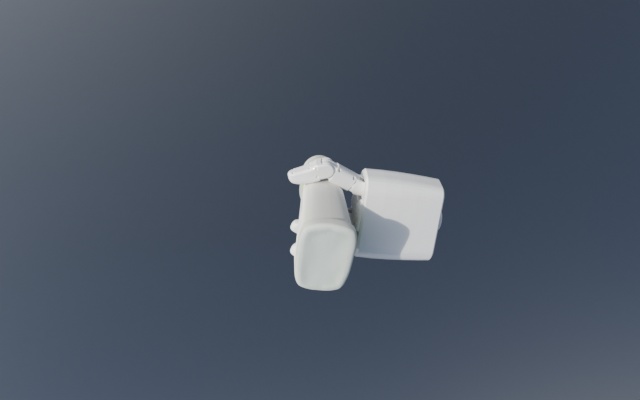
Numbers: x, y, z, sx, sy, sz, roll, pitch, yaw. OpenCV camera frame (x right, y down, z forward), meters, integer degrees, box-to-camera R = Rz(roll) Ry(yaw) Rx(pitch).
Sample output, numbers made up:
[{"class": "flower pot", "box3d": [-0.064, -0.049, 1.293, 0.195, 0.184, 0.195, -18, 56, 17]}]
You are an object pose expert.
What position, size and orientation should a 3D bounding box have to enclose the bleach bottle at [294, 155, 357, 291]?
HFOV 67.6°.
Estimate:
[{"class": "bleach bottle", "box3d": [0.000, 0.002, 0.647, 0.068, 0.103, 0.250, 6, 32, -6]}]
